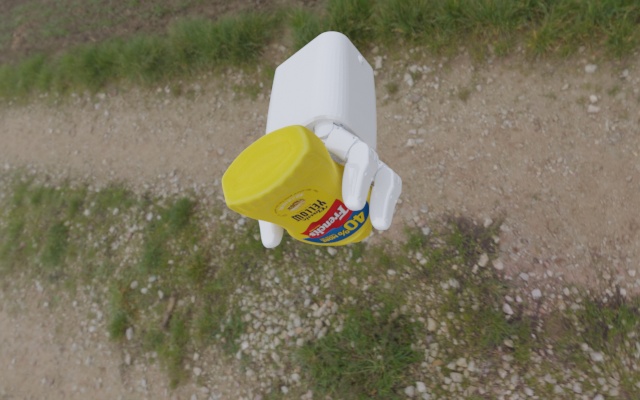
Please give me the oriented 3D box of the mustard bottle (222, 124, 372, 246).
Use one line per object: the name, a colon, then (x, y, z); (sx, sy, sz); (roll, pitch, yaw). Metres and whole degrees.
mustard bottle: (0.000, 0.002, 0.474); (0.096, 0.058, 0.192); (-34, -35, 18)
